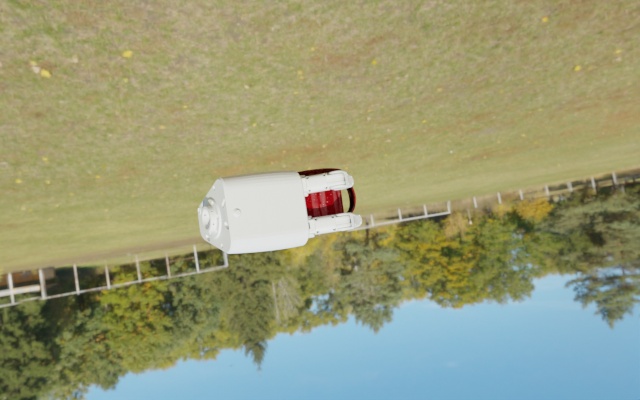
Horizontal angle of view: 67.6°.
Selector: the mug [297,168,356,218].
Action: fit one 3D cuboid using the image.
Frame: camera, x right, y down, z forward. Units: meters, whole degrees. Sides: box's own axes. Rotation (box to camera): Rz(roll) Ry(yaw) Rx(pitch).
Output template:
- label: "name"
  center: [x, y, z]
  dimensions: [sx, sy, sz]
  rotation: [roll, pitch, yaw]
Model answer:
- label: "mug"
  center: [0.001, 0.002, 0.683]
  dimensions: [0.117, 0.081, 0.093]
  rotation: [-5, -5, -33]
